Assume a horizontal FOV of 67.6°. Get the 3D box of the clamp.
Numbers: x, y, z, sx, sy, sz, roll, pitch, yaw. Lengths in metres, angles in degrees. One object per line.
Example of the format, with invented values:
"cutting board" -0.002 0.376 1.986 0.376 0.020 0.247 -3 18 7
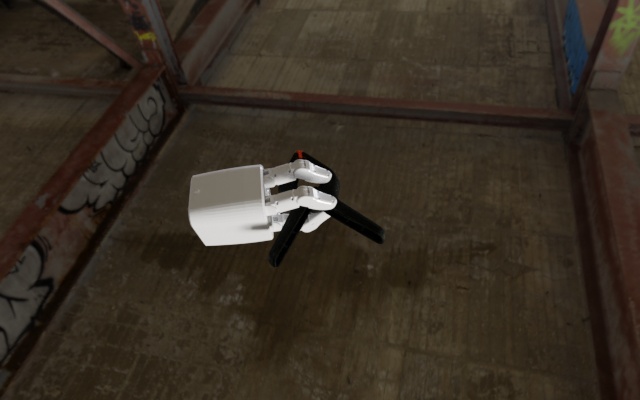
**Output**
"clamp" 0.000 0.003 0.714 0.164 0.209 0.036 -6 -42 -3
